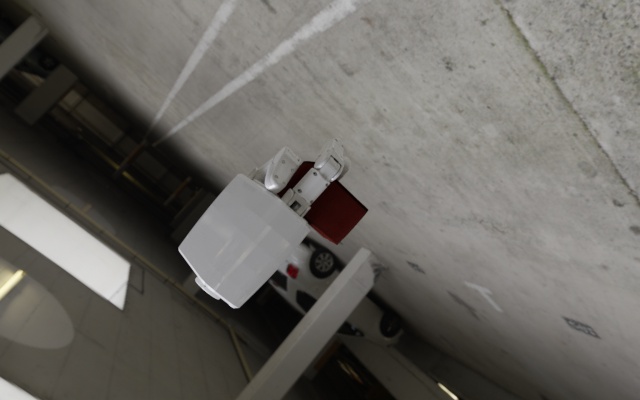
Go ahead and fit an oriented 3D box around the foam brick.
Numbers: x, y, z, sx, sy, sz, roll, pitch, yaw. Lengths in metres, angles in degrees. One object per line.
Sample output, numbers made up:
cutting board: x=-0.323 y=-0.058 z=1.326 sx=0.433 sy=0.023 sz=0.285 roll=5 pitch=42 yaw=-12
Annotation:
foam brick: x=0.000 y=0.002 z=0.512 sx=0.078 sy=0.051 sz=0.053 roll=43 pitch=-8 yaw=-18
